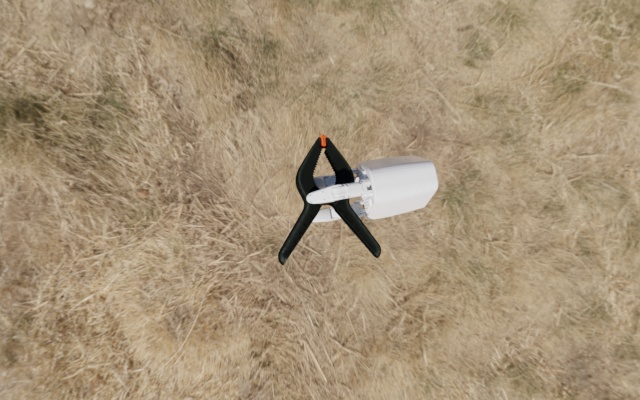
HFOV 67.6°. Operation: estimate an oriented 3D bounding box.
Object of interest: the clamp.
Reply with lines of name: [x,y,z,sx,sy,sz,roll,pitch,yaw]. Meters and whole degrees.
clamp: [0.000,0.002,0.760,0.164,0.210,0.036,-10,-4,-10]
